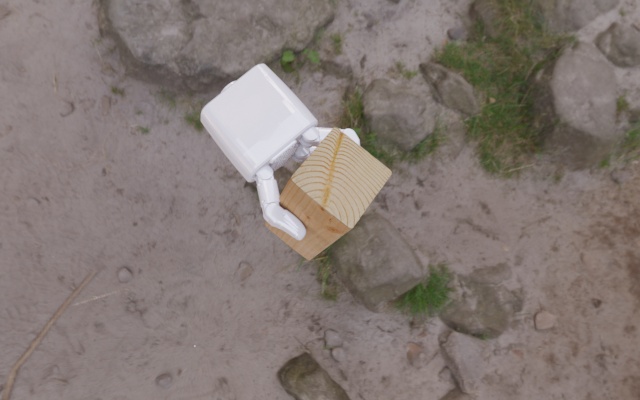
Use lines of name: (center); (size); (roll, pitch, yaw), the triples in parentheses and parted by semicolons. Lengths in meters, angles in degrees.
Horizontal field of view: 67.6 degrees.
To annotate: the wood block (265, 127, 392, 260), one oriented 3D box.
wood block: (0.000, 0.002, 0.633); (0.090, 0.090, 0.206); (39, -22, -1)
